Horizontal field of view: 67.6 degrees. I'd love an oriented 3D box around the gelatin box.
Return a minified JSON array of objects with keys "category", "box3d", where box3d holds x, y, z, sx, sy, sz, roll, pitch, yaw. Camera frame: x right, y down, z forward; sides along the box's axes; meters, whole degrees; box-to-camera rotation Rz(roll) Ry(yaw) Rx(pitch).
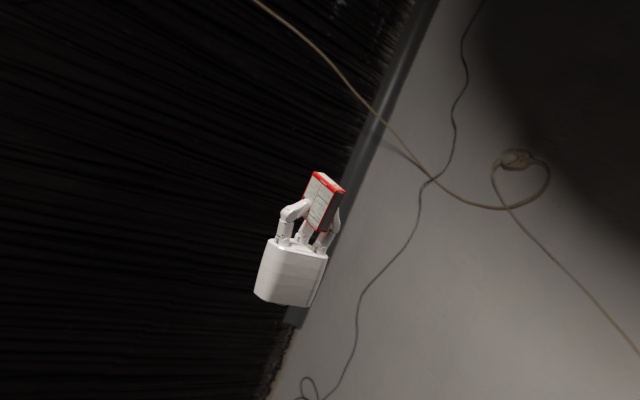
[{"category":"gelatin box","box3d":[0.000,0.003,0.880,0.030,0.089,0.073,7,26,-41]}]
